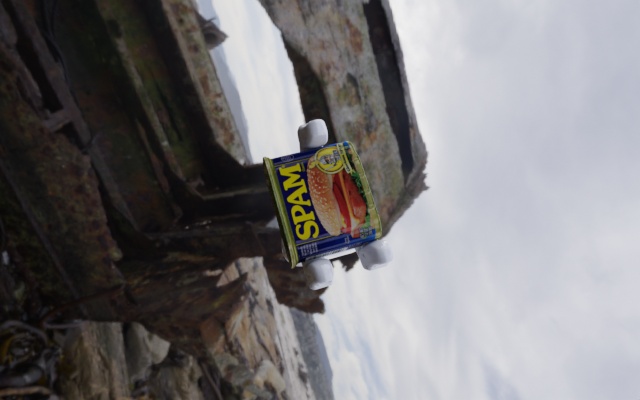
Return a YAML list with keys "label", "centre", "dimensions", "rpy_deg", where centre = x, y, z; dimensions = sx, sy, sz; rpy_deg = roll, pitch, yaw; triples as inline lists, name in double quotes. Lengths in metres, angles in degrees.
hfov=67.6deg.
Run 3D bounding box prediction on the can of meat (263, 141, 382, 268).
- label: "can of meat"
  centre: [0.000, 0.001, 0.439]
  dimensions: [0.084, 0.102, 0.057]
  rpy_deg: [-14, -14, -9]
